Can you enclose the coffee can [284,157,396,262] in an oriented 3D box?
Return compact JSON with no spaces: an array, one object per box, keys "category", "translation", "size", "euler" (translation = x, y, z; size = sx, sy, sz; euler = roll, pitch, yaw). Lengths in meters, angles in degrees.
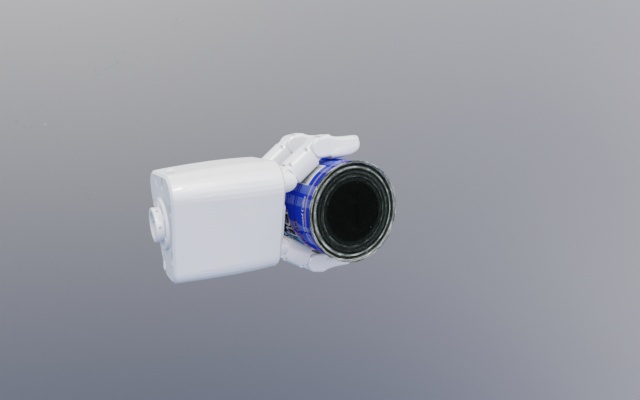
[{"category":"coffee can","translation":[0.000,0.002,0.530],"size":[0.103,0.103,0.140],"euler":[0,8,-30]}]
